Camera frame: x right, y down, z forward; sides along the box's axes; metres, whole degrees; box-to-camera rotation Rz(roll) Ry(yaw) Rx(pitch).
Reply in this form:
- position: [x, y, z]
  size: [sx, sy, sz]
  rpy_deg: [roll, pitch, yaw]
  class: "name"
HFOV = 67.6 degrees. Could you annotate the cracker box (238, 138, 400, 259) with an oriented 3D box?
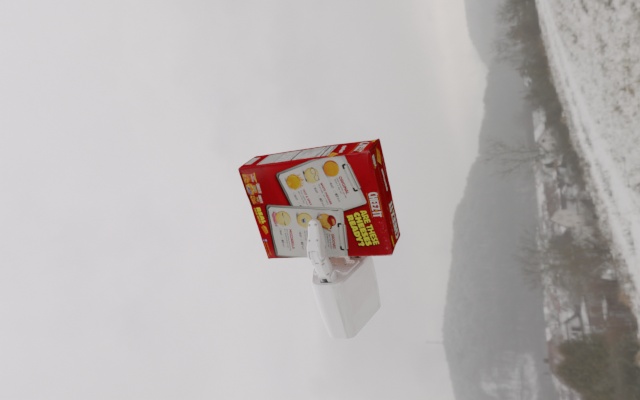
- position: [0.000, 0.002, 0.734]
  size: [0.214, 0.164, 0.072]
  rpy_deg: [-5, 23, 24]
  class: "cracker box"
